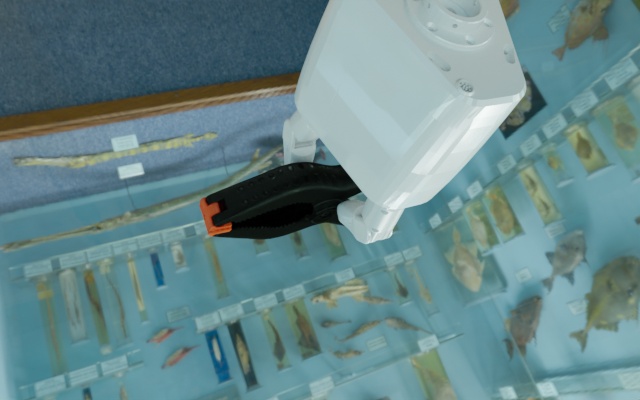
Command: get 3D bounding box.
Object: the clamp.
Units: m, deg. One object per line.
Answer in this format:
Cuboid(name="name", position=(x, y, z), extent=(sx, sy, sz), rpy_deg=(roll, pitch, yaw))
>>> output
Cuboid(name="clamp", position=(0.000, 0.002, 0.419), extent=(0.210, 0.036, 0.165), rpy_deg=(-13, -25, -23))
